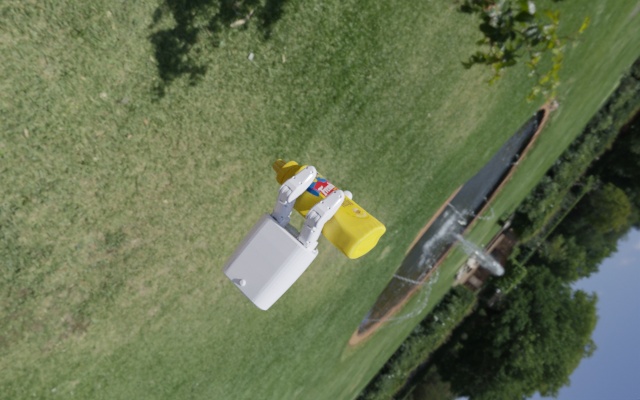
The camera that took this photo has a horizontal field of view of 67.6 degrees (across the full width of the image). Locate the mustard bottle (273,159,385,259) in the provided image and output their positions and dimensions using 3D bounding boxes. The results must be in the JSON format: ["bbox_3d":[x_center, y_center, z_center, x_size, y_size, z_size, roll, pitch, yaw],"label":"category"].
[{"bbox_3d":[0.000,0.002,0.701,0.191,0.058,0.096,40,26,20],"label":"mustard bottle"}]
